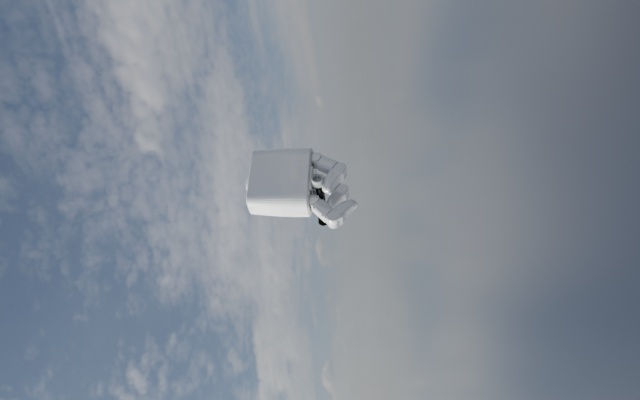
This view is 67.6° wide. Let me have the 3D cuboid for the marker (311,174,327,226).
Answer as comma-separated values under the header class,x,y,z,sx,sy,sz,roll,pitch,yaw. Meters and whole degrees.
class,x,y,z,sx,sy,sz,roll,pitch,yaw
marker,0.000,0.003,0.811,0.020,0.020,0.121,0,-40,7
